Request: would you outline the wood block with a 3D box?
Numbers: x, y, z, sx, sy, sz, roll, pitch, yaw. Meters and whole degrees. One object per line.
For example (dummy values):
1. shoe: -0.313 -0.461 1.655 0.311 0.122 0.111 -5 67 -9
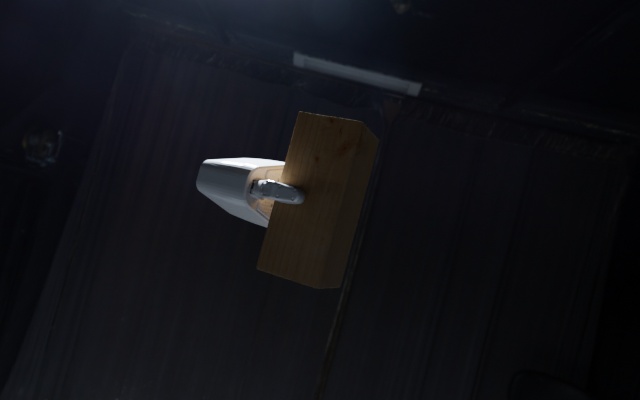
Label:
1. wood block: 0.000 0.002 0.621 0.090 0.206 0.091 14 -3 23
